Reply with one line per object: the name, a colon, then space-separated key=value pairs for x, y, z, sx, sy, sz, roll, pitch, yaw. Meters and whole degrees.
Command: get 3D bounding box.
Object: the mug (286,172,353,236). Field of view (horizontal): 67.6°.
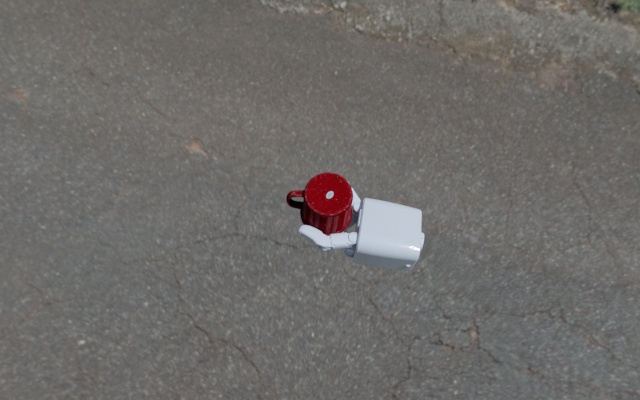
mug: x=-0.001 y=0.002 z=0.812 sx=0.117 sy=0.093 sz=0.081 roll=10 pitch=-25 yaw=2
